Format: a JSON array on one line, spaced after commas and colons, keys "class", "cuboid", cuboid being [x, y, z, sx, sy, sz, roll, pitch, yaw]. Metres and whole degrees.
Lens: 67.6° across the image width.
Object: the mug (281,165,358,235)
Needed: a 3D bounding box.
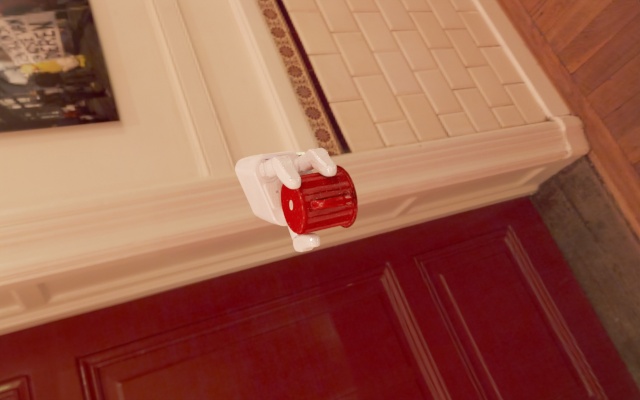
[{"class": "mug", "cuboid": [0.001, 0.002, 0.667, 0.081, 0.093, 0.117, -12, 8, -26]}]
